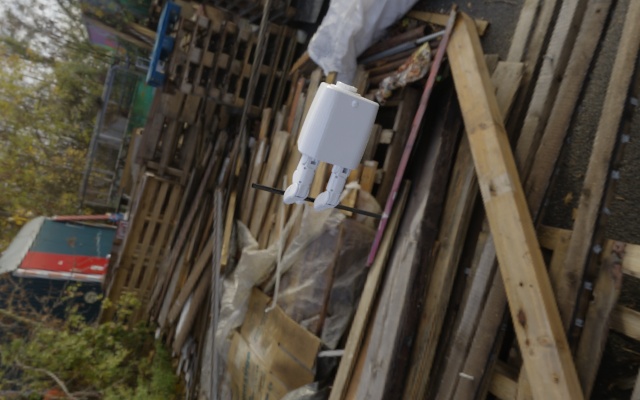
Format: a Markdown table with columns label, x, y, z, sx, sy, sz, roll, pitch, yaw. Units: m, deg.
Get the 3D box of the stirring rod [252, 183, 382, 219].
| label | x | y | z | sx | sy | sz | roll | pitch | yaw |
| --- | --- | --- | --- | --- | --- | --- | --- | --- | --- |
| stirring rod | 0.000 | 0.003 | 0.792 | 0.239 | 0.011 | 0.011 | 14 | -6 | -25 |
